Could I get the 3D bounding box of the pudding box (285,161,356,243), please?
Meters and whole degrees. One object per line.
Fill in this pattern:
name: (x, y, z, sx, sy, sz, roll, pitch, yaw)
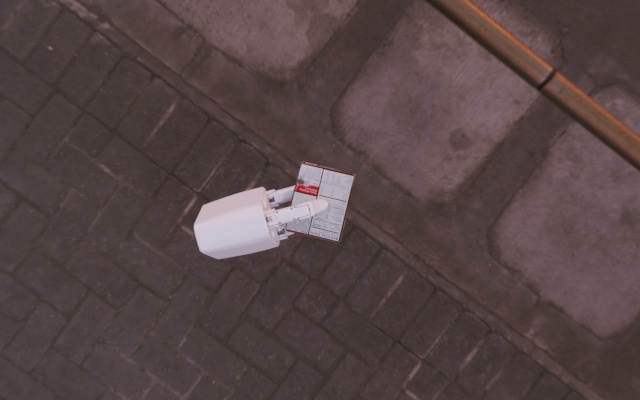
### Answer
pudding box: (0.000, 0.002, 0.752, 0.090, 0.113, 0.039, 14, 5, 0)
